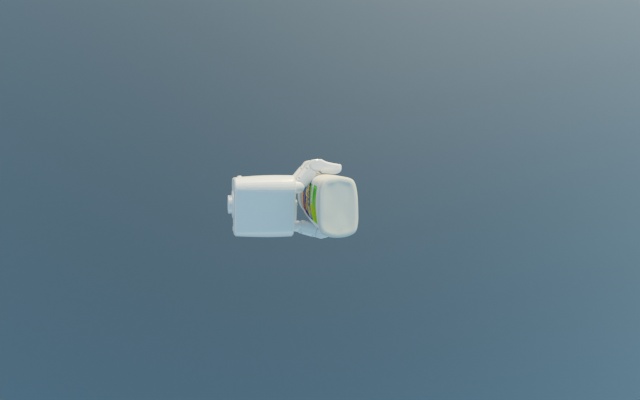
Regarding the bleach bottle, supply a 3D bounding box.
[{"bbox_3d":[0.000,0.003,0.885,0.068,0.102,0.251,-1,3,-14],"label":"bleach bottle"}]
